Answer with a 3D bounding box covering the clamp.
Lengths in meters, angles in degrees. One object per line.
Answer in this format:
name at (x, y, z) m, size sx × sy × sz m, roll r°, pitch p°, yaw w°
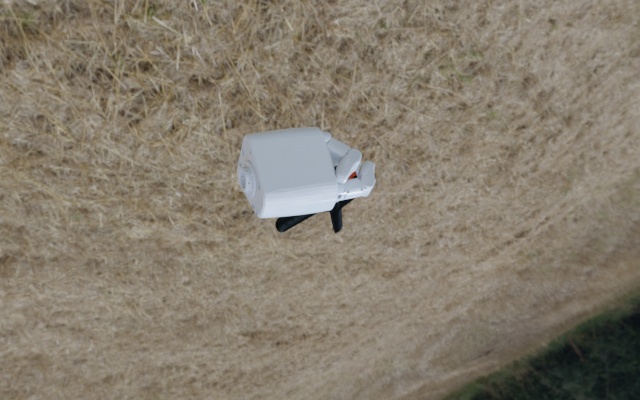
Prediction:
clamp at (0.000, 0.003, 0.742) m, size 0.120 × 0.039 × 0.172 m, roll -8°, pitch -35°, yaw -25°
